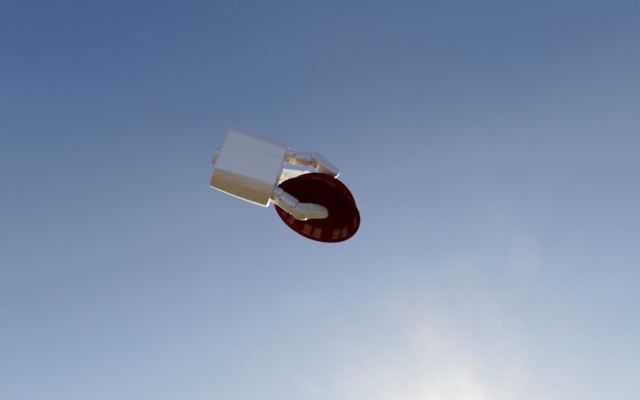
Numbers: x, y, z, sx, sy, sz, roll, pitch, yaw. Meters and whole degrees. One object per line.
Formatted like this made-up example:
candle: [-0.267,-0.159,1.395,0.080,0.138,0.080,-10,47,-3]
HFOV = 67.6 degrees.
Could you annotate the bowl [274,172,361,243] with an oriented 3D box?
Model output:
bowl: [0.001,0.003,0.854,0.162,0.162,0.055,0,43,26]
